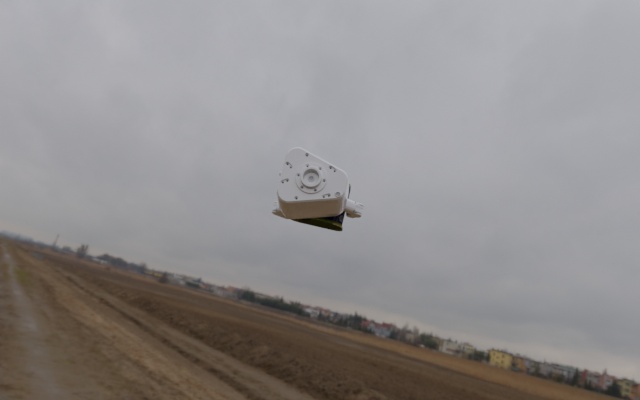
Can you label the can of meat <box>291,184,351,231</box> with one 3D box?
[{"bbox_3d":[0.000,0.003,0.880,0.102,0.084,0.057,12,-13,6],"label":"can of meat"}]
